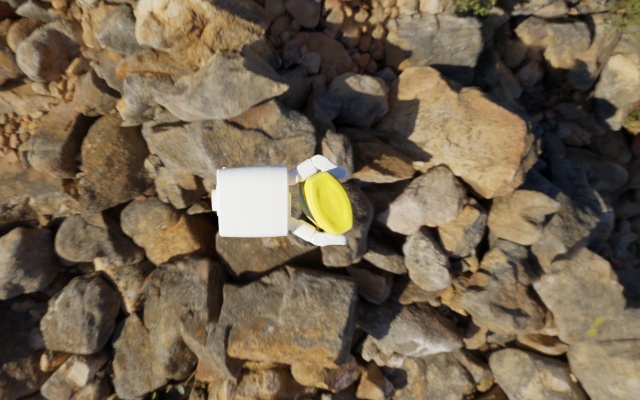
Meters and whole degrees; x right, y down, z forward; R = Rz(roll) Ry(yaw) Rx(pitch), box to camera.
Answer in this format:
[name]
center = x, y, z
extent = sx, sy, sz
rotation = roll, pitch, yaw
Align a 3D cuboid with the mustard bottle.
[mustard bottle]
center = 0.000, 0.002, 0.786
extent = 0.058, 0.096, 0.191
rotation = -28, 6, -8
